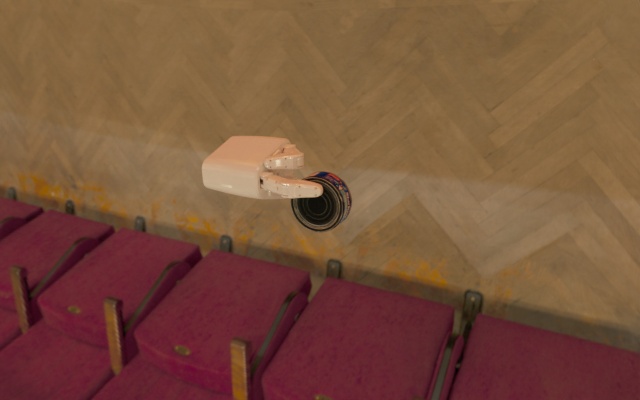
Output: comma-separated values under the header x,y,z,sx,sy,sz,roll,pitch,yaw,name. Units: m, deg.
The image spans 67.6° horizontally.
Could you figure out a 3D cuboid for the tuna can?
x,y,z,sx,sy,sz,roll,pitch,yaw,name
0.000,0.002,0.697,0.086,0.086,0.033,0,15,24,tuna can
